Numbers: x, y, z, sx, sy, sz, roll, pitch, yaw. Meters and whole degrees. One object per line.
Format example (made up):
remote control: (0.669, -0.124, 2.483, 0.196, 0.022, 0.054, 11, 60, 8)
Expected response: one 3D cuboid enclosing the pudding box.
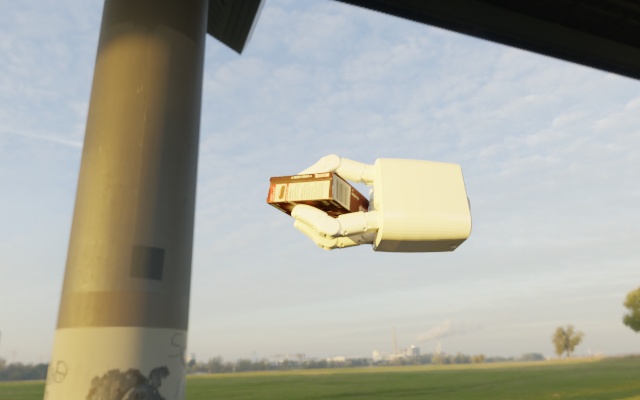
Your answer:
pudding box: (0.000, 0.002, 0.598, 0.090, 0.039, 0.113, -4, -22, 27)
